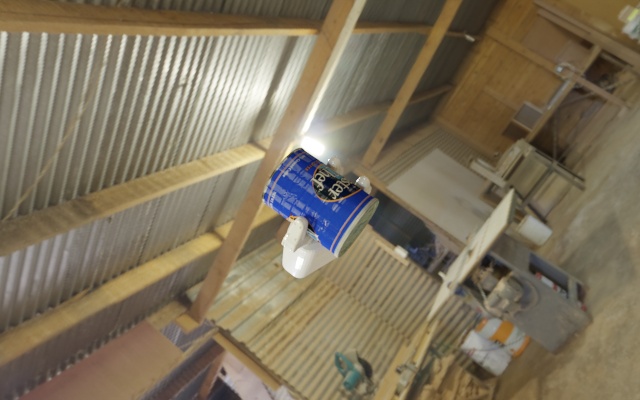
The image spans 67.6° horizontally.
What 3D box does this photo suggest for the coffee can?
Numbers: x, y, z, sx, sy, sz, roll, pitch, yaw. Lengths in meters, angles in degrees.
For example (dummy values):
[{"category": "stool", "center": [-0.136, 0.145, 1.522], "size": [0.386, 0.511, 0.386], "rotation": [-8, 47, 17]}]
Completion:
[{"category": "coffee can", "center": [0.000, 0.002, 0.705], "size": [0.140, 0.103, 0.103], "rotation": [36, 9, 12]}]
